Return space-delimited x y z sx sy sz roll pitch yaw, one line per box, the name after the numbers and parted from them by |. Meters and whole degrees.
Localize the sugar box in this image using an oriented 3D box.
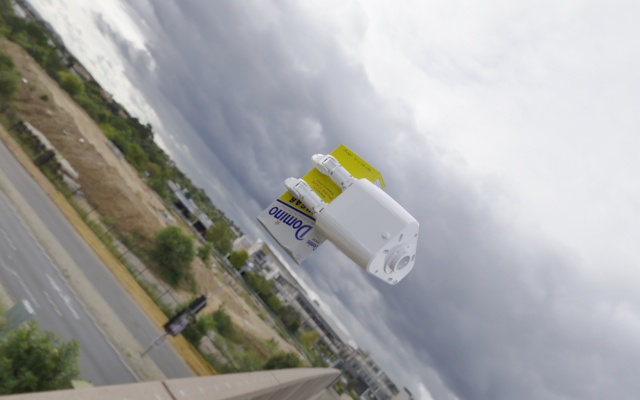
0.000 0.002 0.712 0.093 0.176 0.048 41 -14 36 | sugar box
